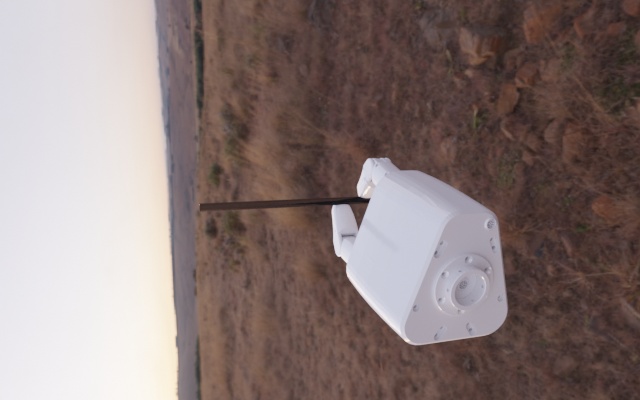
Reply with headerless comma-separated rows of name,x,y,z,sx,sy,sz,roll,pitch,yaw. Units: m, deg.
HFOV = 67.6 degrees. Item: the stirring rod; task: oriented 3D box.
stirring rod,0.000,0.002,0.489,0.239,0.011,0.011,-3,1,-17
